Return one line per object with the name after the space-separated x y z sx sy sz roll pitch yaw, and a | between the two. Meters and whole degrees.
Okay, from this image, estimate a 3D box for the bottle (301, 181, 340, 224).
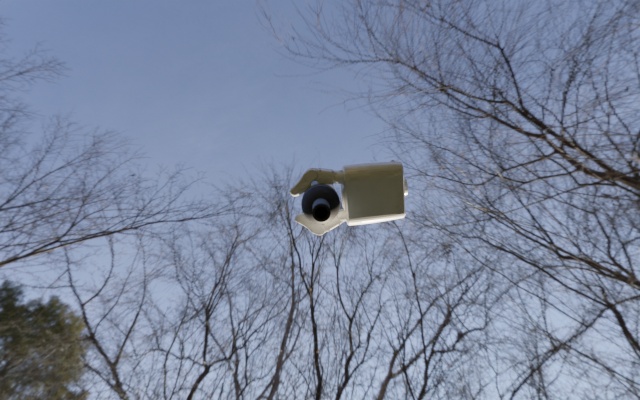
0.000 0.003 0.850 0.069 0.069 0.295 0 6 -1 | bottle
